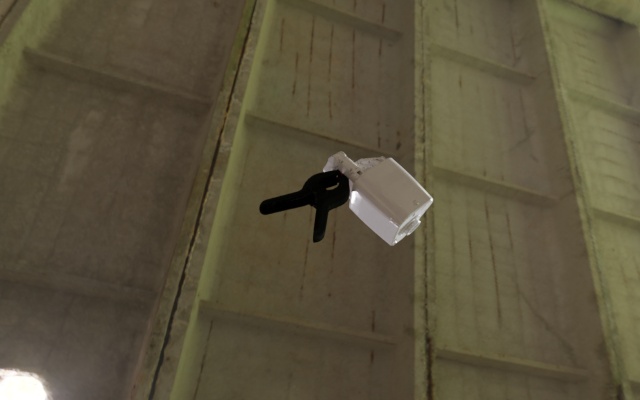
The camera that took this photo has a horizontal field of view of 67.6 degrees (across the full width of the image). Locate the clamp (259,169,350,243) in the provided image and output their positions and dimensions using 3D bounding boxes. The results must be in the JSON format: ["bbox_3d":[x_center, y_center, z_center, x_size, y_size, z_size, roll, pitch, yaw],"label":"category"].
[{"bbox_3d":[0.000,0.003,0.777,0.171,0.039,0.120,-33,57,-32],"label":"clamp"}]
